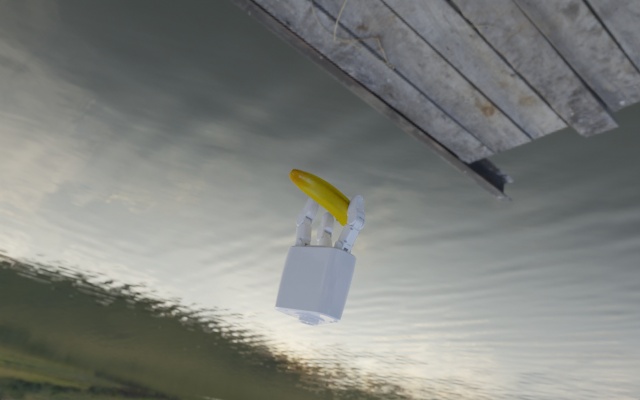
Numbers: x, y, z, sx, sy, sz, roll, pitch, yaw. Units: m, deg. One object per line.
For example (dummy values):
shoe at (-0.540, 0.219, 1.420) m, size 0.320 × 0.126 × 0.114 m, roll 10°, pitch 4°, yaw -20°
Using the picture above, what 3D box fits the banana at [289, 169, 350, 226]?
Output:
banana at (0.018, 0.006, 0.796) m, size 0.069 × 0.037 × 0.198 m, roll 7°, pitch -22°, yaw 30°
